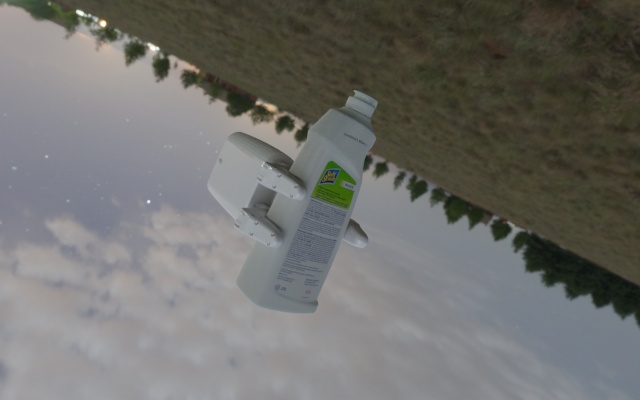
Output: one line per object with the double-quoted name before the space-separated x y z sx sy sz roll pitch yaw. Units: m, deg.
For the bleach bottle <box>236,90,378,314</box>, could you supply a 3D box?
"bleach bottle" 0.000 0.002 0.533 0.102 0.251 0.068 19 11 -44
